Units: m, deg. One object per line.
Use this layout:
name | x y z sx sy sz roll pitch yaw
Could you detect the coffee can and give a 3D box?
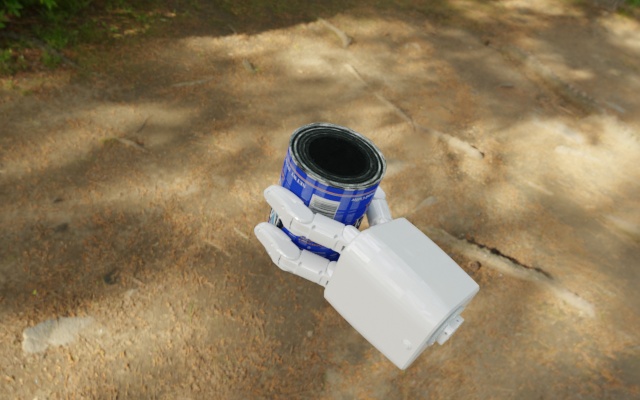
coffee can | 0.000 0.002 0.524 0.103 0.140 0.102 11 42 -10
